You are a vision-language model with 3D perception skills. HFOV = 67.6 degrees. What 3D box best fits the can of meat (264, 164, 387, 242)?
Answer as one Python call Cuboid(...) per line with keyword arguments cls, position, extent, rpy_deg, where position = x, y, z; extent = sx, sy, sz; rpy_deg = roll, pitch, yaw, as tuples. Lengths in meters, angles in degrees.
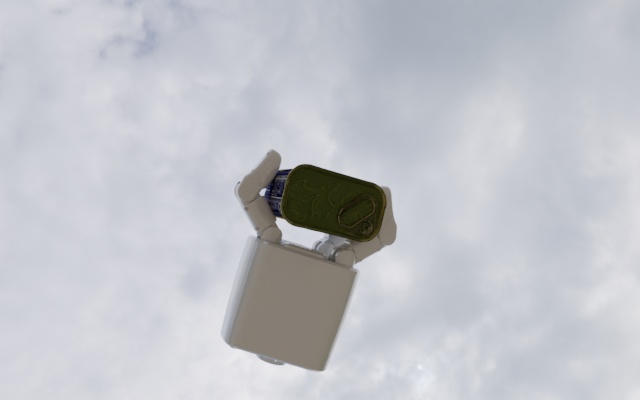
Cuboid(cls="can of meat", position=(0.000, 0.001, 0.475), extent=(0.102, 0.057, 0.084), rpy_deg=(15, -3, -20))
